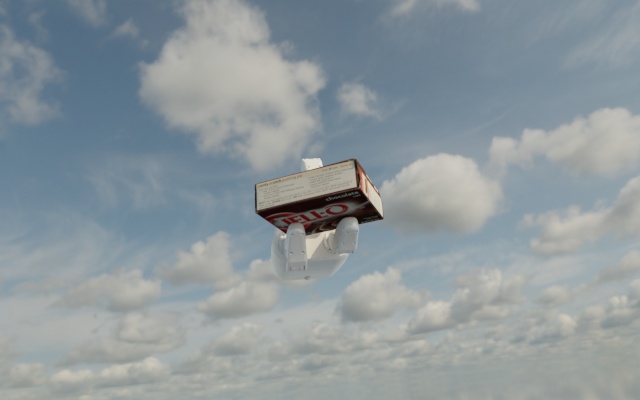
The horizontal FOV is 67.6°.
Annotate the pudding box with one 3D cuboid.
[{"bbox_3d":[0.000,0.002,0.500,0.113,0.039,0.090,-15,-25,17],"label":"pudding box"}]
